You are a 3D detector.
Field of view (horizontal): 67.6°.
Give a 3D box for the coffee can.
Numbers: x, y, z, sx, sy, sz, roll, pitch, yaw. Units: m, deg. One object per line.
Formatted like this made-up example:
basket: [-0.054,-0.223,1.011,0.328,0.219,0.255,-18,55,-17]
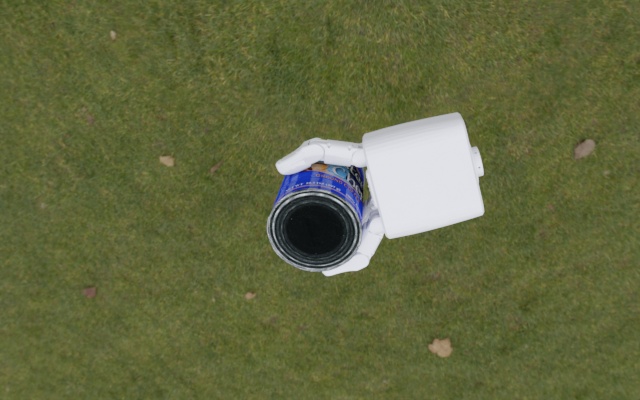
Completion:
coffee can: [0.000,0.002,0.566,0.103,0.103,0.140,0,27,6]
